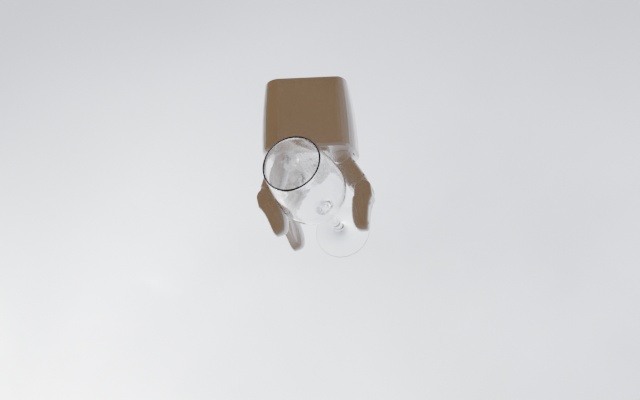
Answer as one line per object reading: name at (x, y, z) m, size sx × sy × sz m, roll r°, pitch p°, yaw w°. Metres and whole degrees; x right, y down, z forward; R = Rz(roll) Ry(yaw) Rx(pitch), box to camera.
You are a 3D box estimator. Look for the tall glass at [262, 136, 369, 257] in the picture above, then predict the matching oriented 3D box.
tall glass at (0.000, 0.002, 0.557) m, size 0.079 × 0.079 × 0.201 m, roll 0°, pitch -23°, yaw 19°
